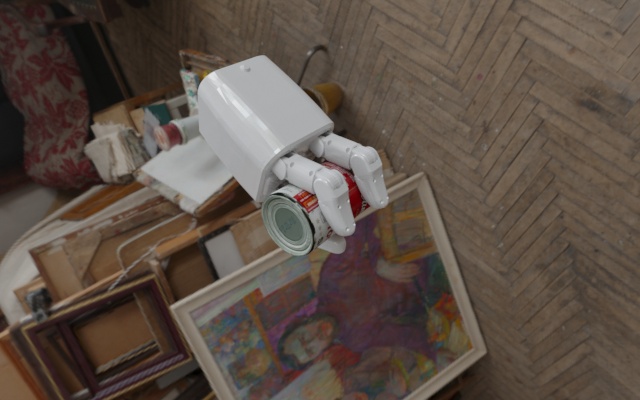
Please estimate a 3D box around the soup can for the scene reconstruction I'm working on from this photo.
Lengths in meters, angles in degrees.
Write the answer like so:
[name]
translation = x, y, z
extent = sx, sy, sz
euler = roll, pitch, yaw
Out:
[soup can]
translation = 0.000, 0.002, 0.473
extent = 0.068, 0.068, 0.102
euler = 0, 26, 44
